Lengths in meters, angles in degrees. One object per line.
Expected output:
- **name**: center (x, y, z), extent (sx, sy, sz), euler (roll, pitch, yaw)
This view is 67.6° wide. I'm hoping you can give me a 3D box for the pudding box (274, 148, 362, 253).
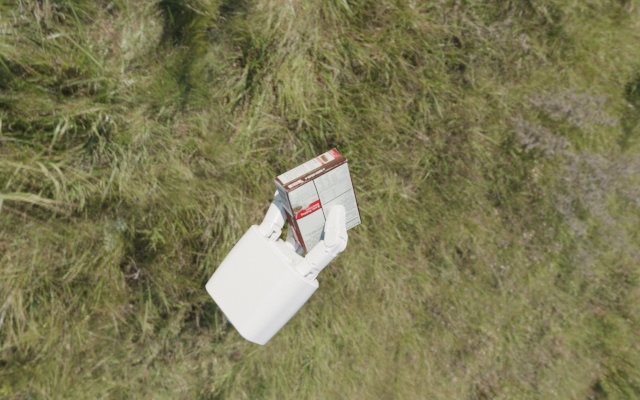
- **pudding box**: center (0.000, 0.002, 0.615), extent (0.090, 0.114, 0.039), euler (-28, 42, -14)
